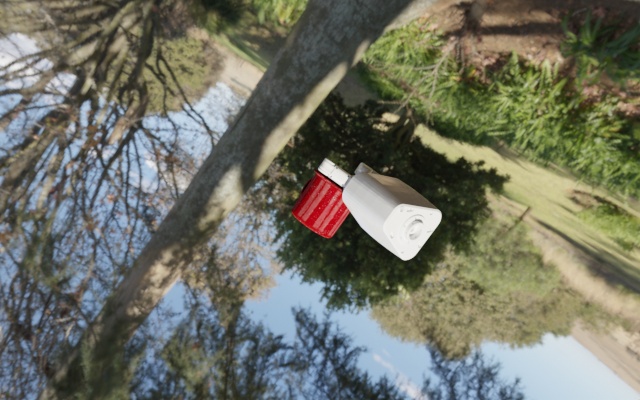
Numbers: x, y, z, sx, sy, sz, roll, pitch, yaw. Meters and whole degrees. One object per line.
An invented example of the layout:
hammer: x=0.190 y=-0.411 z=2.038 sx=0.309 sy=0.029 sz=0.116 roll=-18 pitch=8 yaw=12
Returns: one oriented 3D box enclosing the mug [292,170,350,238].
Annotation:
mug: x=-0.001 y=0.002 z=0.801 sx=0.093 sy=0.081 sz=0.117 roll=29 pitch=8 yaw=-41
